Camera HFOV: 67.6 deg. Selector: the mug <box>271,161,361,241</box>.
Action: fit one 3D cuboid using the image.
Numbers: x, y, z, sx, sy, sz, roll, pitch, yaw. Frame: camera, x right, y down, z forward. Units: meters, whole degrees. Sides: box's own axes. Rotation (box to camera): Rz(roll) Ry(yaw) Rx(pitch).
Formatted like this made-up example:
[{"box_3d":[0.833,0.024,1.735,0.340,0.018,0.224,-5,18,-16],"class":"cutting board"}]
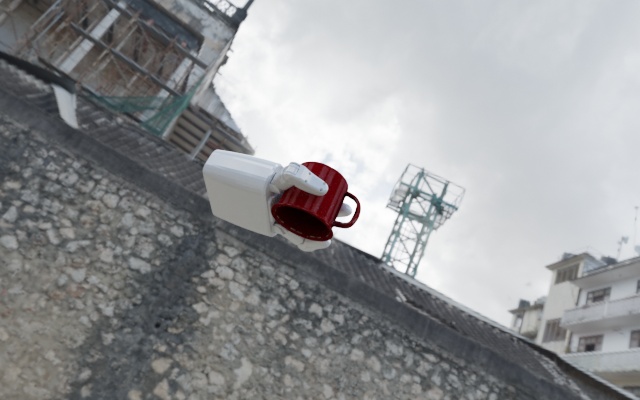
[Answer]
[{"box_3d":[0.001,0.002,0.666,0.117,0.081,0.093,16,-28,18],"class":"mug"}]
